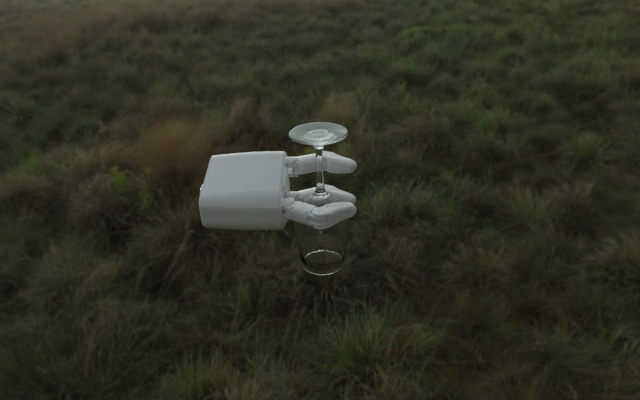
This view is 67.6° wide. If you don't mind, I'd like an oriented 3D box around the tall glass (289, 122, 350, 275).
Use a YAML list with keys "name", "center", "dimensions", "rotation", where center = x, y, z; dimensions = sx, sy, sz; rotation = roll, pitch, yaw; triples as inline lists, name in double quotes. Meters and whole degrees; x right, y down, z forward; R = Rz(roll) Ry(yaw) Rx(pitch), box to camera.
- name: "tall glass"
  center: [0.000, 0.002, 0.645]
  dimensions: [0.079, 0.201, 0.079]
  rotation: [-2, 29, 1]
